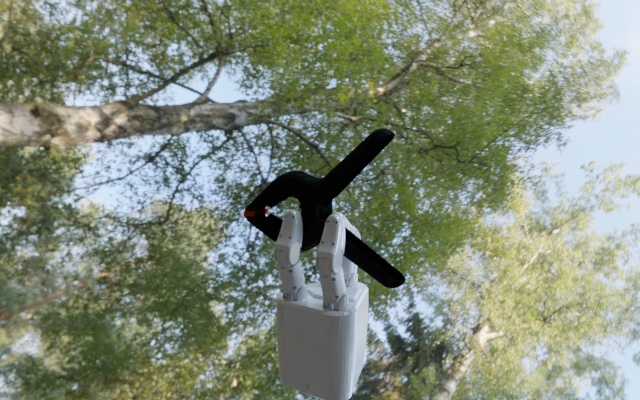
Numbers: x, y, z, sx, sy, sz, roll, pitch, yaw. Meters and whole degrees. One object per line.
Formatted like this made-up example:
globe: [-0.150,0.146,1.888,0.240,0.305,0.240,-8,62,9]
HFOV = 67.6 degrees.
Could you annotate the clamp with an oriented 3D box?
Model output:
clamp: [0.000,0.002,0.540,0.210,0.164,0.036,6,8,33]
